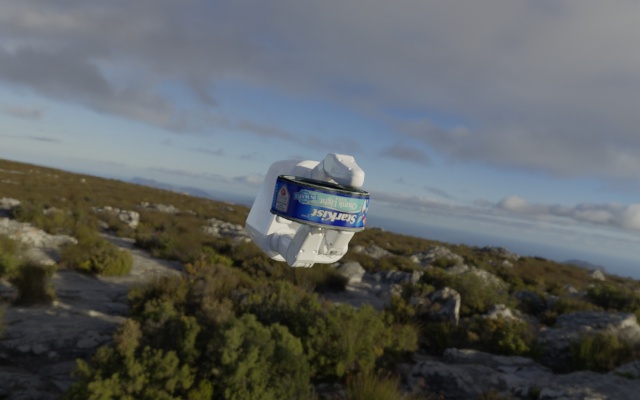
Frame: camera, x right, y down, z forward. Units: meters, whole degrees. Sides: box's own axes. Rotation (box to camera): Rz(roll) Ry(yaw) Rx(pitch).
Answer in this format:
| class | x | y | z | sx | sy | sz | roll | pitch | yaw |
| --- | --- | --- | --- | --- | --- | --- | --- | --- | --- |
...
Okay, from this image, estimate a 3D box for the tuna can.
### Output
| class | x | y | z | sx | sy | sz | roll | pitch | yaw |
| --- | --- | --- | --- | --- | --- | --- | --- | --- | --- |
| tuna can | 0.000 | 0.001 | 0.425 | 0.086 | 0.034 | 0.086 | 11 | 6 | -1 |
